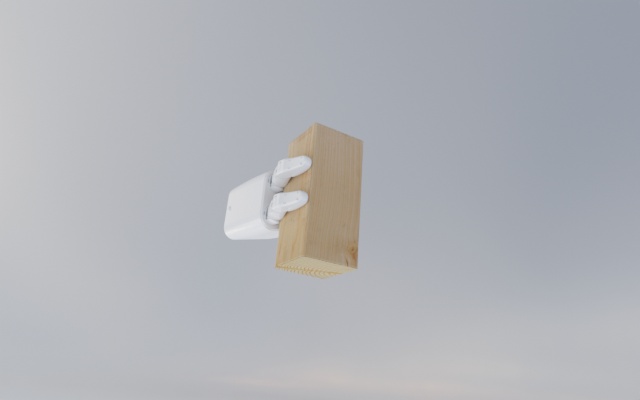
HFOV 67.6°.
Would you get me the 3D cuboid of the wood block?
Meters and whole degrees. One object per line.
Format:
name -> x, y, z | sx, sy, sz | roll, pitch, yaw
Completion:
wood block -> 0.000, 0.003, 0.718 | 0.091, 0.206, 0.090 | 17, -26, -28
